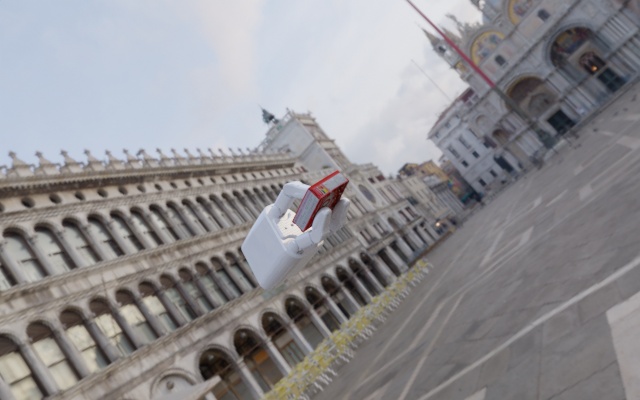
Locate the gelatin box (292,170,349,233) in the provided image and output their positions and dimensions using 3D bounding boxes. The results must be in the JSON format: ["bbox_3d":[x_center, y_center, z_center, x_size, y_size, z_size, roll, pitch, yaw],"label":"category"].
[{"bbox_3d":[0.000,0.002,0.756,0.073,0.030,0.089,-32,-21,-41],"label":"gelatin box"}]
